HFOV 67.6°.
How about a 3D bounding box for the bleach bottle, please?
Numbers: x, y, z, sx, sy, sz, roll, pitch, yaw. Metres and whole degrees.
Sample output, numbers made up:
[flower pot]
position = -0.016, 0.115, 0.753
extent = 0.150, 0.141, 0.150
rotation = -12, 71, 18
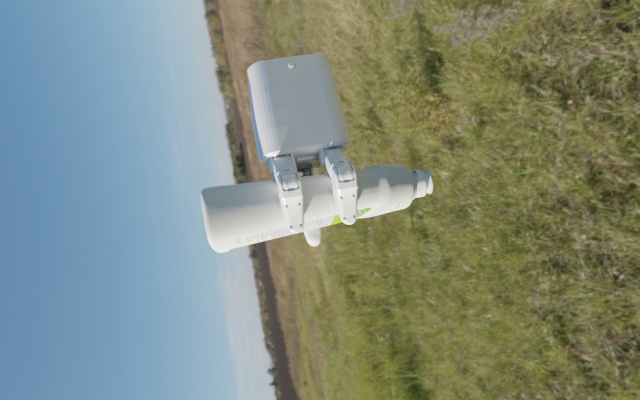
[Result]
[bleach bottle]
position = 0.000, 0.002, 0.536
extent = 0.251, 0.068, 0.102
rotation = -10, -9, -8
